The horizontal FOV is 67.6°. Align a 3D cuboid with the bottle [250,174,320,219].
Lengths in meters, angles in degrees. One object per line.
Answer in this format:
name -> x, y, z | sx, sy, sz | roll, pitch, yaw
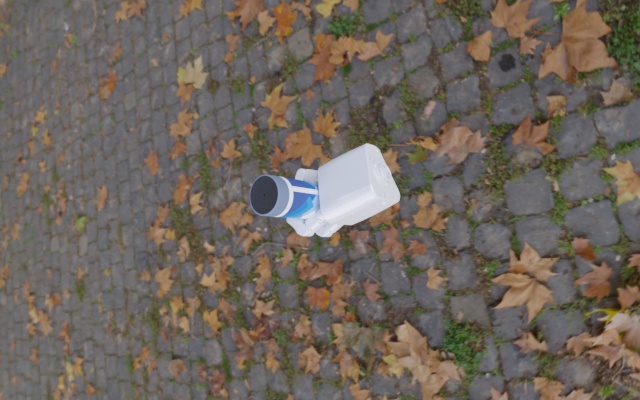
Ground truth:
bottle -> 0.000, 0.003, 0.874 | 0.069, 0.069, 0.296 | 0, -5, 38
